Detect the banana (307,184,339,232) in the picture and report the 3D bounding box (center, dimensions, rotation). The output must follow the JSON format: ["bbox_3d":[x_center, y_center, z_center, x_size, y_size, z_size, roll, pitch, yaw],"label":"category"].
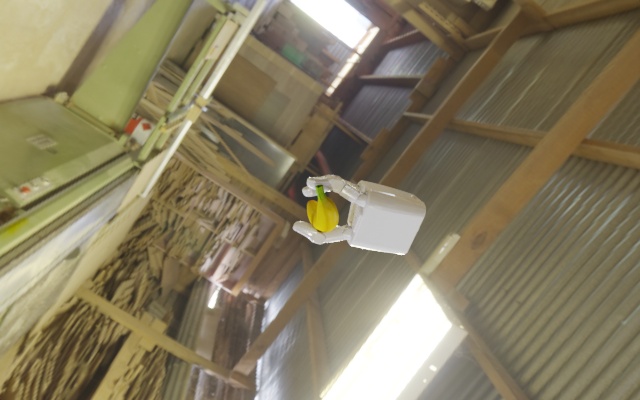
[{"bbox_3d":[0.004,0.020,0.809,0.037,0.069,0.198,-9,-7,-8],"label":"banana"}]
